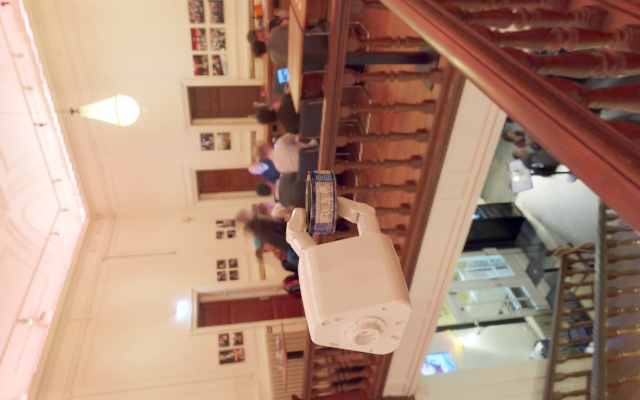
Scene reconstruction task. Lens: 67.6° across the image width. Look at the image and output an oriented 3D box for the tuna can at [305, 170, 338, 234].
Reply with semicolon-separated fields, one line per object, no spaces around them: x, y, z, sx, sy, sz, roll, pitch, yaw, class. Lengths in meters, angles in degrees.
0.000;0.002;0.634;0.034;0.086;0.086;0;0;-7;tuna can
